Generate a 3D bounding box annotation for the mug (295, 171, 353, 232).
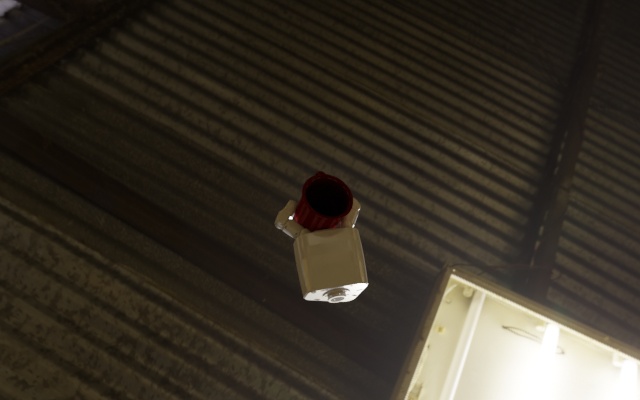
[{"bbox_3d":[0.000,0.002,0.864,0.093,0.117,0.081,1,-32,-19],"label":"mug"}]
